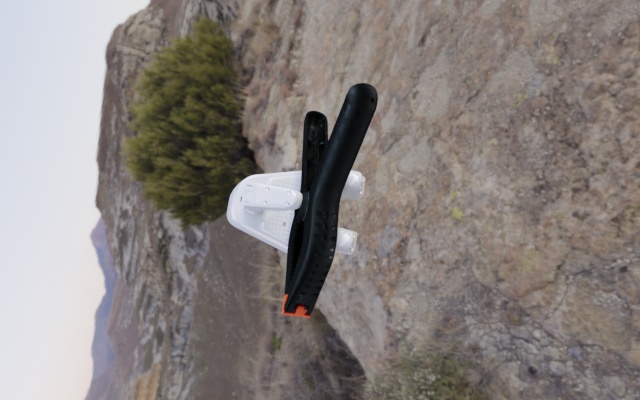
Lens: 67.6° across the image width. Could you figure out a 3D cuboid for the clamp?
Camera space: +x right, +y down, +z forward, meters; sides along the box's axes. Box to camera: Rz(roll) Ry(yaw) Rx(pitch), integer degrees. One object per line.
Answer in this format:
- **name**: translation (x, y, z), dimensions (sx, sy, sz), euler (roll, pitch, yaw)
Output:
- **clamp**: translation (-0.001, 0.002, 0.428), dimensions (0.036, 0.210, 0.164), euler (11, -7, -14)
